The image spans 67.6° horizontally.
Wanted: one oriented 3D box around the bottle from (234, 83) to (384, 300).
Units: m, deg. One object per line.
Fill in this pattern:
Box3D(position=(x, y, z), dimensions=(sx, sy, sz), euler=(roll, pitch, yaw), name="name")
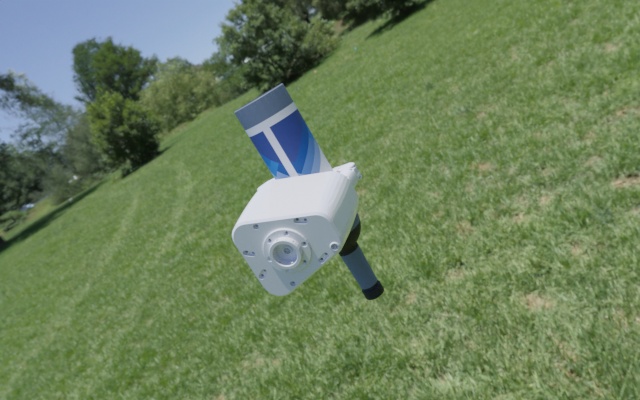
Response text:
Box3D(position=(0.000, 0.002, 0.596), dimensions=(0.069, 0.296, 0.069), euler=(-28, 16, 9), name="bottle")
